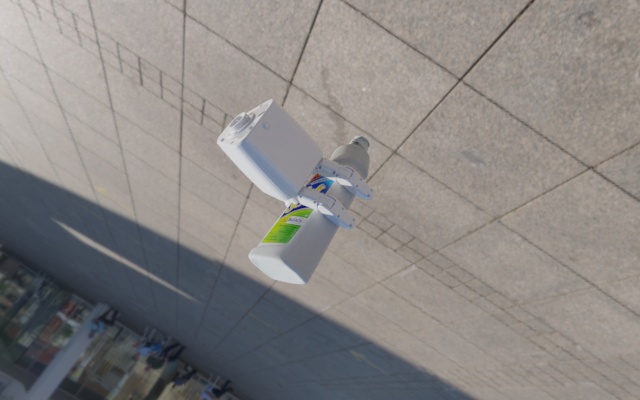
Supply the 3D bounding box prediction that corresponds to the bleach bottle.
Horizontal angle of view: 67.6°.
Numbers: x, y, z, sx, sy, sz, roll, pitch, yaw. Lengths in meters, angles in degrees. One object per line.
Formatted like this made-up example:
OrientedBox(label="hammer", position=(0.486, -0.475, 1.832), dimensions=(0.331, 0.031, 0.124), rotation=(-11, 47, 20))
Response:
OrientedBox(label="bleach bottle", position=(0.000, 0.002, 0.714), dimensions=(0.102, 0.250, 0.068), rotation=(-2, -42, 50))
